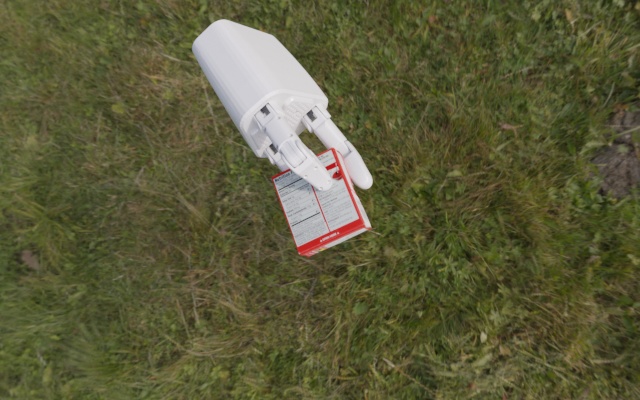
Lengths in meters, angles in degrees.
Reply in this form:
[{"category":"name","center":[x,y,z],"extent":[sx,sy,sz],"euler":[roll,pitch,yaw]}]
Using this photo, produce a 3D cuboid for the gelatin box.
[{"category":"gelatin box","center":[0.000,0.002,0.479],"extent":[0.073,0.089,0.030],"euler":[-26,-18,14]}]
